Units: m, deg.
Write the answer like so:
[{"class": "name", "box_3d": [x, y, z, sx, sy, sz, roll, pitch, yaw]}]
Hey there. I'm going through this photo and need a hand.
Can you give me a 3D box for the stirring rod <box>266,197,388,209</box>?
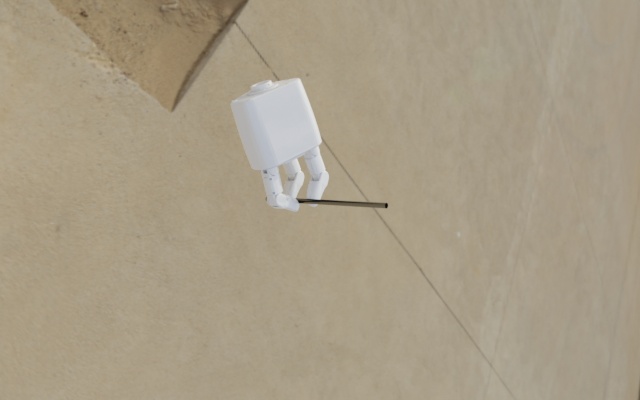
[{"class": "stirring rod", "box_3d": [0.000, 0.002, 0.737, 0.239, 0.011, 0.011, 3, 2, 41]}]
